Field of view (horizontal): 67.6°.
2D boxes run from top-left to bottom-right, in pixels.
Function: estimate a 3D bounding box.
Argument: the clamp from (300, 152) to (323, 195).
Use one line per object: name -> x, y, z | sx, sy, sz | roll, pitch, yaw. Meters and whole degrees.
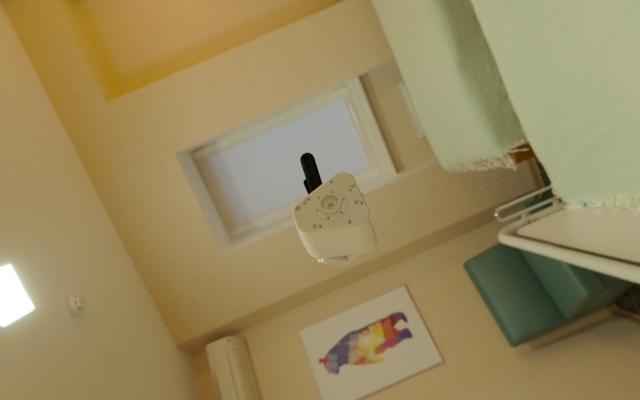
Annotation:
clamp -> 0.000, 0.003, 0.825 | 0.039, 0.171, 0.120 | -23, -28, -1
